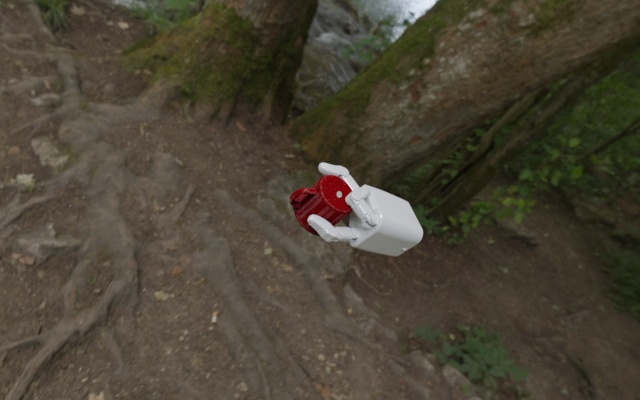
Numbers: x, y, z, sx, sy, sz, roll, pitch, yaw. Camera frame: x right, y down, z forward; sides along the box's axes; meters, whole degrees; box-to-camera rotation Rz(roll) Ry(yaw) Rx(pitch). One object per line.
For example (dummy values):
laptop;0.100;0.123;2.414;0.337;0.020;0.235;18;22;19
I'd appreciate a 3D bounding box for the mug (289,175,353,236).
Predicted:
mug;-0.001;0.002;0.871;0.117;0.093;0.081;18;-40;-29
